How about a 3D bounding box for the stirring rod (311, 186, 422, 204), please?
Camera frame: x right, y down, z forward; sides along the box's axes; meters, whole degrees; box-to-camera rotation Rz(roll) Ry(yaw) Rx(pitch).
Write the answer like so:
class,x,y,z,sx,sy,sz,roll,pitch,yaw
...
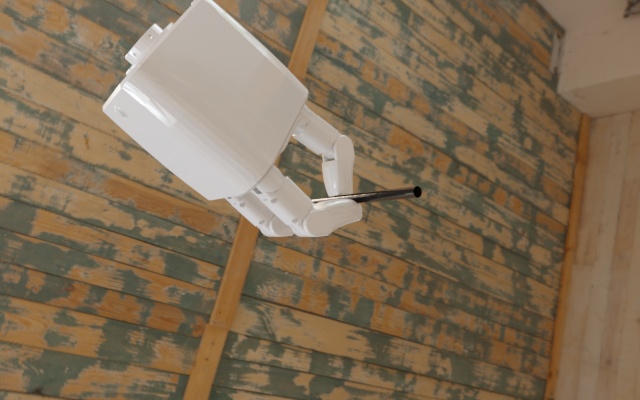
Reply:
class,x,y,z,sx,sy,sz,roll,pitch,yaw
stirring rod,0.000,0.001,0.425,0.011,0.011,0.239,0,-3,-33
